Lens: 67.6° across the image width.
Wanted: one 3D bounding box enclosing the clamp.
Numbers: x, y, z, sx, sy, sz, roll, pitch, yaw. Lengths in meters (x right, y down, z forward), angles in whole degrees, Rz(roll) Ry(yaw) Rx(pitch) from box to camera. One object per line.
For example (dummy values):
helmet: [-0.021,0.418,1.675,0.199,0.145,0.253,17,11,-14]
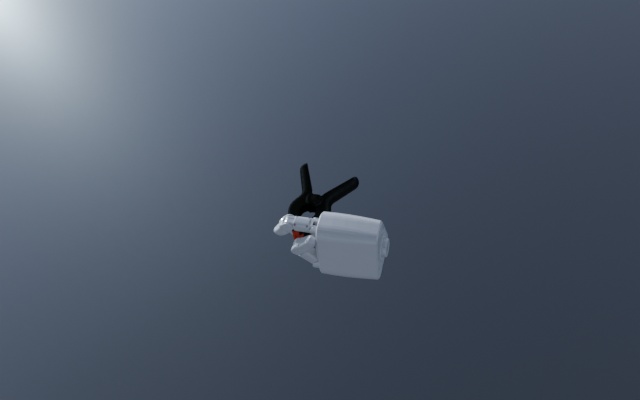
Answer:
clamp: [0.000,0.003,0.891,0.120,0.171,0.039,6,-35,17]
